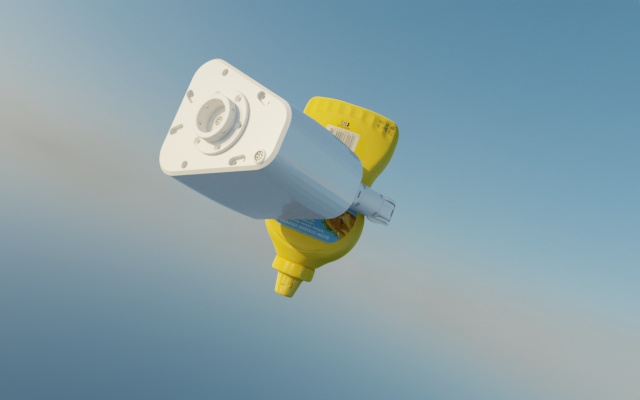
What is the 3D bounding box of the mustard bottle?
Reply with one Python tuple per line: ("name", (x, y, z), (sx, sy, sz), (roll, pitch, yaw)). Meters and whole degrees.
("mustard bottle", (0.000, 0.001, 0.464), (0.096, 0.191, 0.058), (21, -6, 11))
